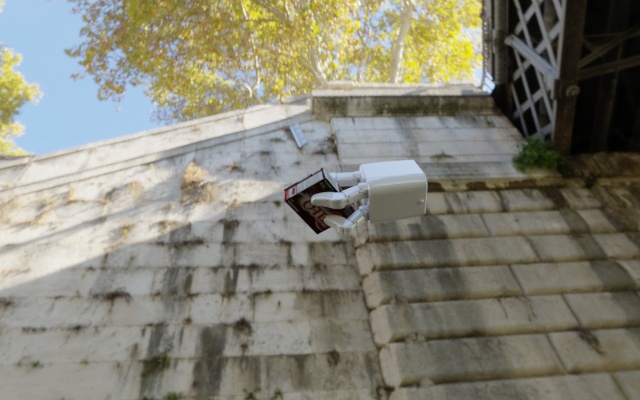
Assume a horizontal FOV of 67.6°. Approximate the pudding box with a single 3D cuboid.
[{"bbox_3d":[0.000,0.003,0.880,0.090,0.039,0.113,-30,-54,17],"label":"pudding box"}]
